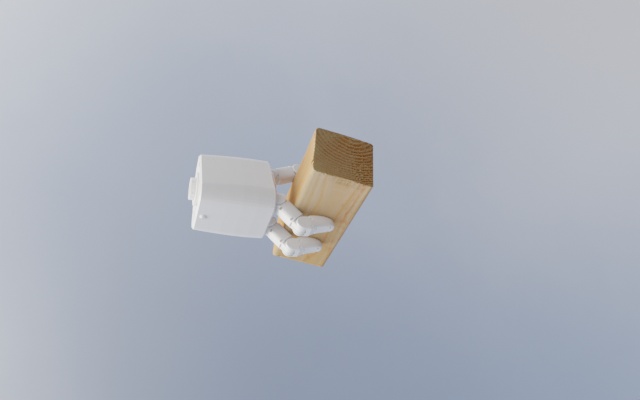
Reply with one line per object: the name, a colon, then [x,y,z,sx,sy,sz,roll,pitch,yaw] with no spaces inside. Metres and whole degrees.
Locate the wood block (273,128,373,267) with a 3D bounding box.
wood block: [0.000,0.002,0.732,0.090,0.090,0.206,15,-43,-12]
